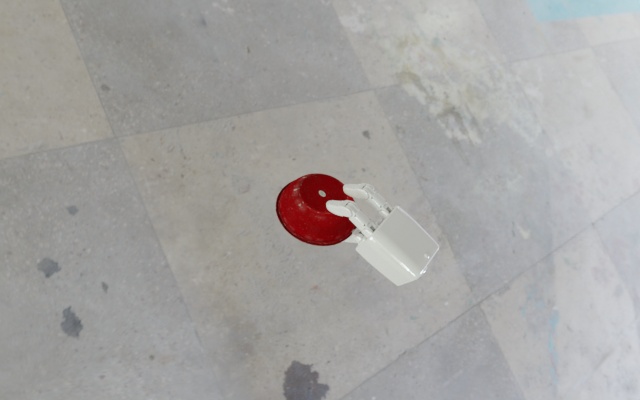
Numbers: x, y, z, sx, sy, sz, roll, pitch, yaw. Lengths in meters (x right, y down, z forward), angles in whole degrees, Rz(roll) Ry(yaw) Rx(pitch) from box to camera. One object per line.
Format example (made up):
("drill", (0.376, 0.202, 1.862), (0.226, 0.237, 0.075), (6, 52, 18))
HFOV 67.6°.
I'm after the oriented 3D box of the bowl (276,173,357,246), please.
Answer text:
("bowl", (-0.001, 0.002, 0.888), (0.162, 0.162, 0.055), (0, -37, -15))
